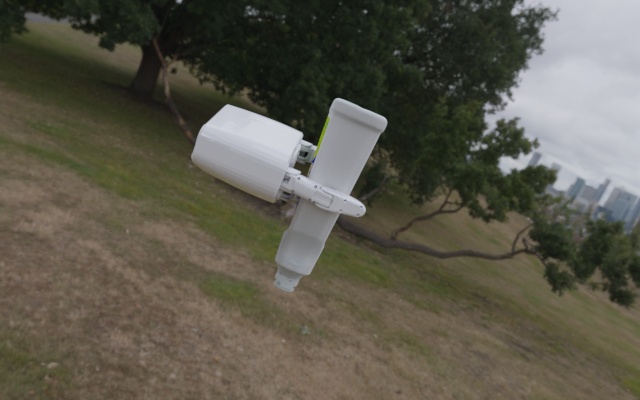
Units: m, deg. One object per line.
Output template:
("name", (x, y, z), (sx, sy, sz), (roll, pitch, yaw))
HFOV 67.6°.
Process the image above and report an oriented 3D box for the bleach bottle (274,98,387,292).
("bleach bottle", (0.000, 0.002, 0.596), (0.068, 0.251, 0.102), (23, 11, -3))
